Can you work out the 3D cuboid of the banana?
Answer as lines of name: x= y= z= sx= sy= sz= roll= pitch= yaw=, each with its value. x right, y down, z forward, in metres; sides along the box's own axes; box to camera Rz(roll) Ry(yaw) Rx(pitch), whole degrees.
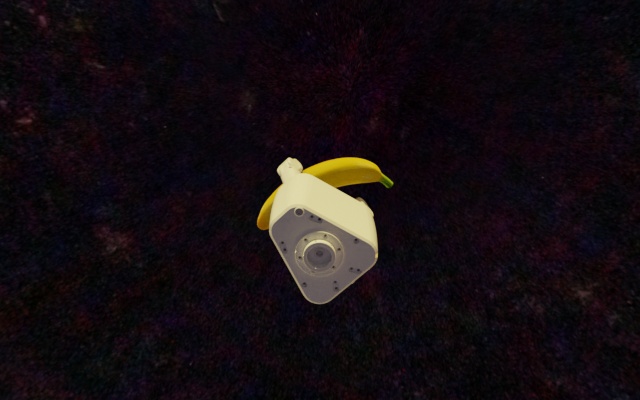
banana: x=-0.002 y=-0.015 z=0.647 sx=0.198 sy=0.070 sz=0.037 roll=-17 pitch=23 yaw=5
